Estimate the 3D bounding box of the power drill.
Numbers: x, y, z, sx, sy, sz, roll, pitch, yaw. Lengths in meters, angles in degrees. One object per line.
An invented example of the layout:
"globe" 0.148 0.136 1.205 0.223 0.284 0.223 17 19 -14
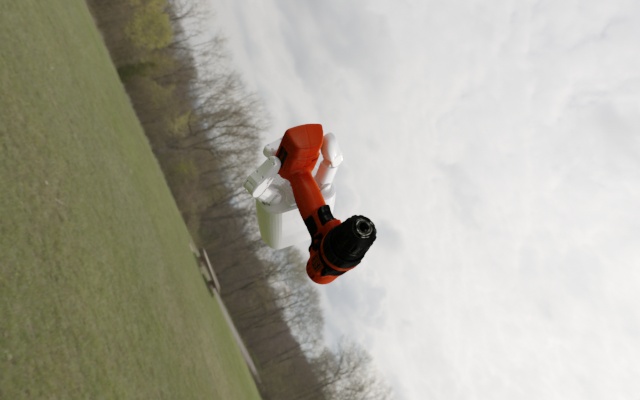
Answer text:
"power drill" 0.000 0.002 0.597 0.057 0.187 0.184 -11 -19 -22
